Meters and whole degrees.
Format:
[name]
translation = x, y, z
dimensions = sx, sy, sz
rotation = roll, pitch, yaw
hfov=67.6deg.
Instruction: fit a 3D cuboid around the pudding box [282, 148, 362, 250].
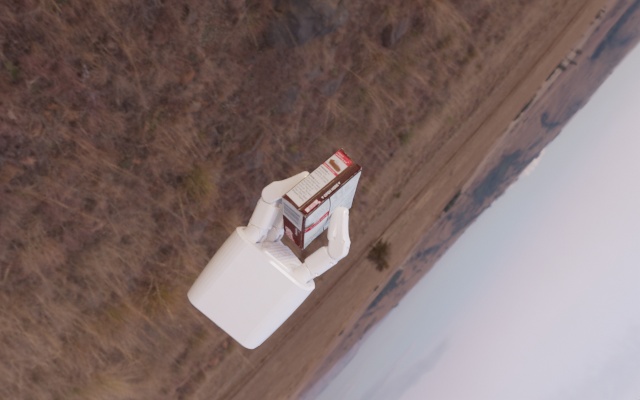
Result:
[pudding box]
translation = 0.000, 0.002, 0.558
dimensions = 0.090, 0.039, 0.113
rotation = -41, -14, -18
